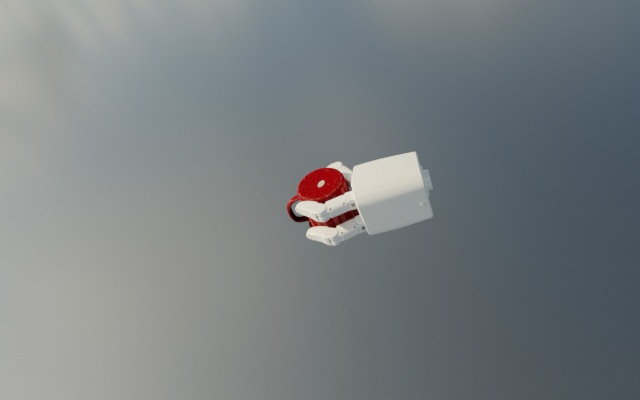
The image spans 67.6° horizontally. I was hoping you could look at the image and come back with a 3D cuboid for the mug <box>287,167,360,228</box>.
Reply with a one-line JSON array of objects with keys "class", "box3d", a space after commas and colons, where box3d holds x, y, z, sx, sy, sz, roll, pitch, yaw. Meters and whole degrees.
[{"class": "mug", "box3d": [-0.001, 0.003, 0.799, 0.117, 0.082, 0.093, -16, 40, 11]}]
